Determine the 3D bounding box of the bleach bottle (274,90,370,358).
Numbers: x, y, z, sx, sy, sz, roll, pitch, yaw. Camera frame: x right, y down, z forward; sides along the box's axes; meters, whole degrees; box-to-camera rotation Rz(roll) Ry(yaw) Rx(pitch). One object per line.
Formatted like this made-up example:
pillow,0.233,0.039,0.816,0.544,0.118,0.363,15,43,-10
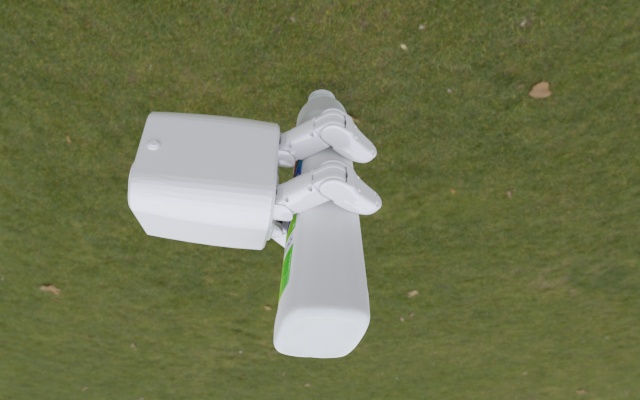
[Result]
bleach bottle,0.000,0.001,0.430,0.068,0.250,0.103,6,-37,-8
